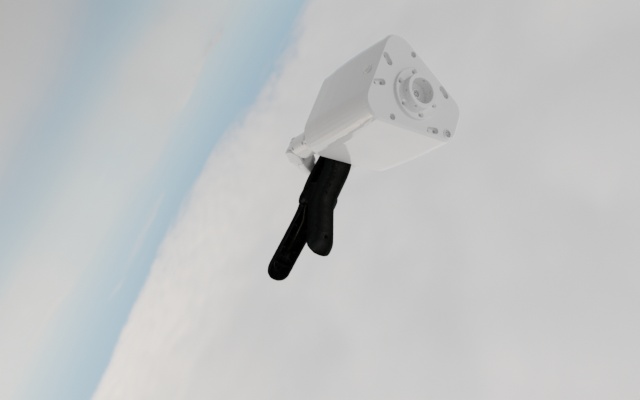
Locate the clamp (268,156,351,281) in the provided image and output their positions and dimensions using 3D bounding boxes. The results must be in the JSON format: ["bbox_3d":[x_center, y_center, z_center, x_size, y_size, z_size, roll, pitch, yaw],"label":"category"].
[{"bbox_3d":[0.001,0.002,0.507,0.039,0.171,0.120,29,-23,-22],"label":"clamp"}]
